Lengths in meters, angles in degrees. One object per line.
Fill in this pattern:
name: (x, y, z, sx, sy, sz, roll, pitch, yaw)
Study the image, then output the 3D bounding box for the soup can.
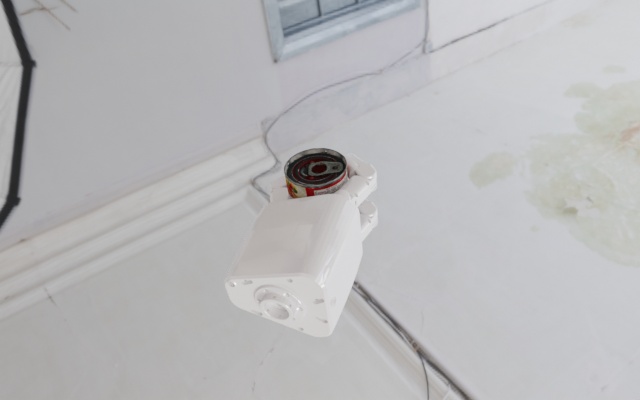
soup can: (0.000, 0.002, 0.539, 0.068, 0.102, 0.068, -5, 40, 4)
